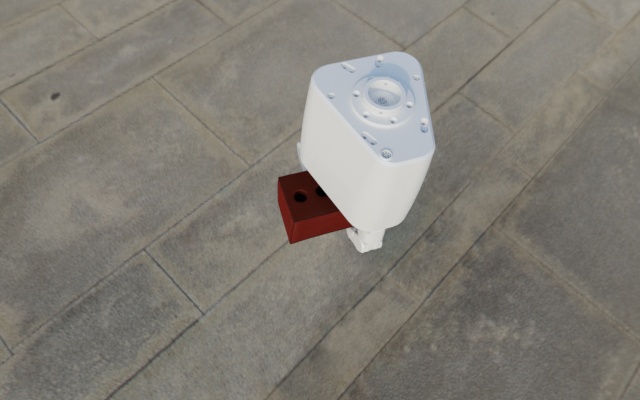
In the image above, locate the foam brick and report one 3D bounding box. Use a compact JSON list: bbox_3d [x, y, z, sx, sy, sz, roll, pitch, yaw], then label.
[{"bbox_3d":[0.000,0.002,0.474,0.078,0.053,0.051,-15,-25,-12],"label":"foam brick"}]
